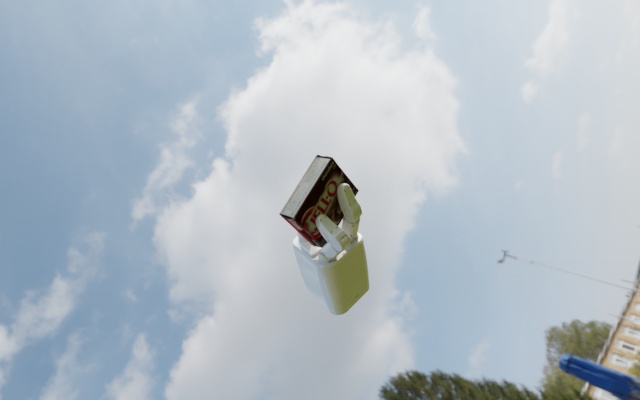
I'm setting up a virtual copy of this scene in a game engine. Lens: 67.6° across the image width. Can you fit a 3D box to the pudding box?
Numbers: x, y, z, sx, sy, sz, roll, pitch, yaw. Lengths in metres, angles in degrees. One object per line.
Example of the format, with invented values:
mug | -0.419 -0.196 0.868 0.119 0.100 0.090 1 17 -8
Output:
pudding box | 0.000 0.002 0.719 0.039 0.113 0.090 14 -23 40
